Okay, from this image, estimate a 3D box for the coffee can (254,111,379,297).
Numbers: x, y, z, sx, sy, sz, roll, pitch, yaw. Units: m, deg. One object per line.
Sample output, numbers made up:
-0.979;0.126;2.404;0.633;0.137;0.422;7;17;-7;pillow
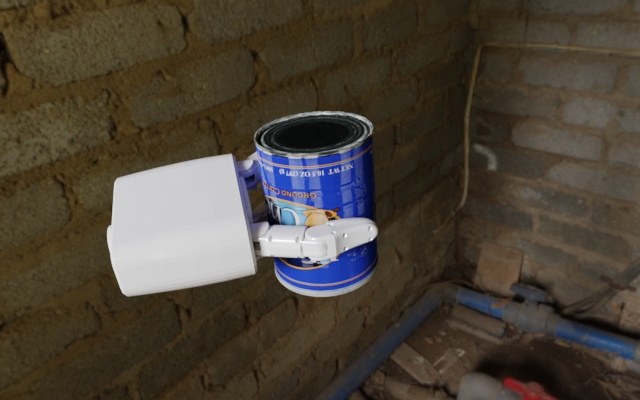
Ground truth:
0.000;0.002;0.439;0.103;0.140;0.102;-4;29;2;coffee can
